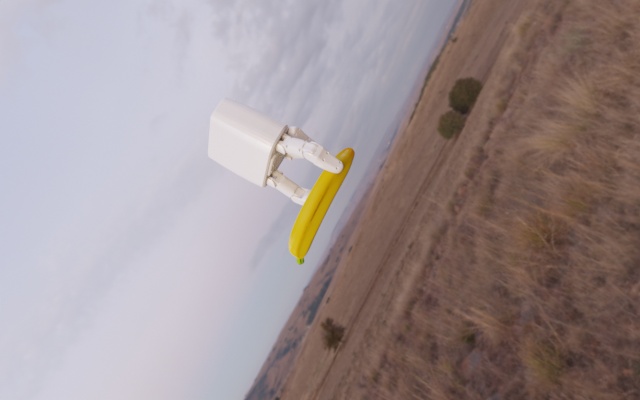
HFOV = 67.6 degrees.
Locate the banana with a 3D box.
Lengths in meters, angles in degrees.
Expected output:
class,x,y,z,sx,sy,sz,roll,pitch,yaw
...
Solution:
class,x,y,z,sx,sy,sz,roll,pitch,yaw
banana,-0.003,0.006,0.712,0.037,0.198,0.069,27,3,4
